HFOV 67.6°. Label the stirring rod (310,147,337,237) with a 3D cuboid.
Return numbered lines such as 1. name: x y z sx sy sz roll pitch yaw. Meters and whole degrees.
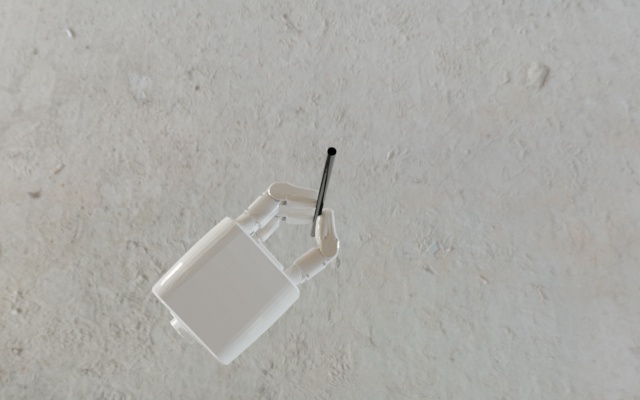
1. stirring rod: 0.000 0.002 0.504 0.011 0.011 0.240 0 -20 -5
